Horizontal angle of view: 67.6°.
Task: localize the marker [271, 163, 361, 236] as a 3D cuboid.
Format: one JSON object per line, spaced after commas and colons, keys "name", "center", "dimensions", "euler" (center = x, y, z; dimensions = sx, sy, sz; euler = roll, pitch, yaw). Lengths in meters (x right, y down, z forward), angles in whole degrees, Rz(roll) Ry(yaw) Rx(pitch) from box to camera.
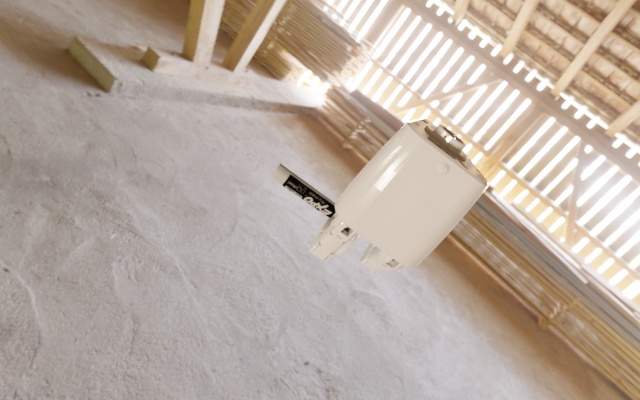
{"name": "marker", "center": [0.000, 0.002, 0.521], "dimensions": [0.121, 0.020, 0.020], "euler": [35, -6, -8]}
